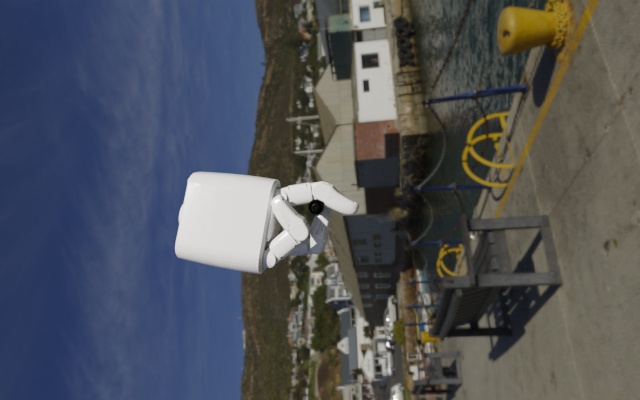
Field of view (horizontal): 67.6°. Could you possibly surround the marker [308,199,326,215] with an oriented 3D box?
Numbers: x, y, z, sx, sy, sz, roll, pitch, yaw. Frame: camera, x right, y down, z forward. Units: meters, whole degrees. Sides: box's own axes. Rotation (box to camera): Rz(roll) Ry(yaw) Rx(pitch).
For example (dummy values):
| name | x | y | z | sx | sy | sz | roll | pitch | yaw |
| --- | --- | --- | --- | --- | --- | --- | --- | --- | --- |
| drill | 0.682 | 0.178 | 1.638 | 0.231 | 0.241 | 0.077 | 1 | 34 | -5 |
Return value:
| name | x | y | z | sx | sy | sz | roll | pitch | yaw |
| --- | --- | --- | --- | --- | --- | --- | --- | --- | --- |
| marker | 0.000 | 0.002 | 0.622 | 0.020 | 0.020 | 0.121 | 0 | 7 | 6 |
